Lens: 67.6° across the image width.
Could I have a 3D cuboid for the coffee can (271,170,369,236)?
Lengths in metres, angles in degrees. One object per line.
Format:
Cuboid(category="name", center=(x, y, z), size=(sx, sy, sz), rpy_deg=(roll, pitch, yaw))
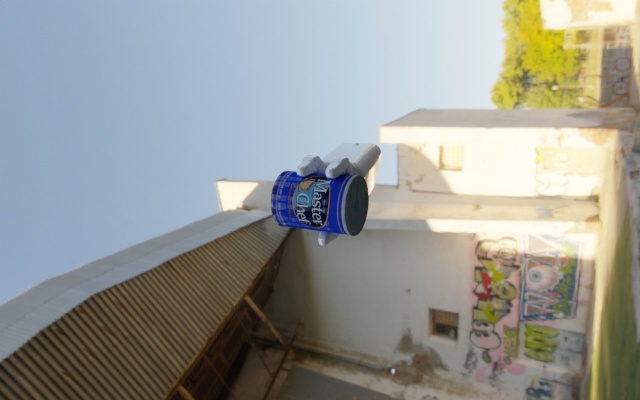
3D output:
Cuboid(category="coffee can", center=(0.000, 0.003, 0.827), size=(0.140, 0.103, 0.103), rpy_deg=(6, 2, 27))
